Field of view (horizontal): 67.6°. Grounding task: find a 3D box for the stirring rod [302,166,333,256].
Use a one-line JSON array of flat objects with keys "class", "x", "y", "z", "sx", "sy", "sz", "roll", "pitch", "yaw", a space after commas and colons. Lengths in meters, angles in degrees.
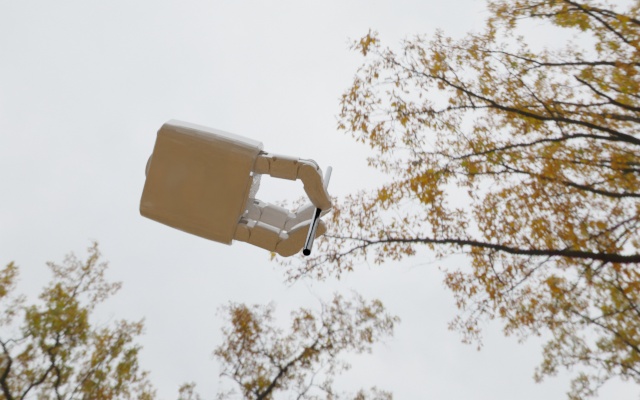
[{"class": "stirring rod", "x": 0.000, "y": 0.002, "z": 0.544, "sx": 0.011, "sy": 0.011, "sz": 0.239, "roll": 0, "pitch": 22, "yaw": 7}]
